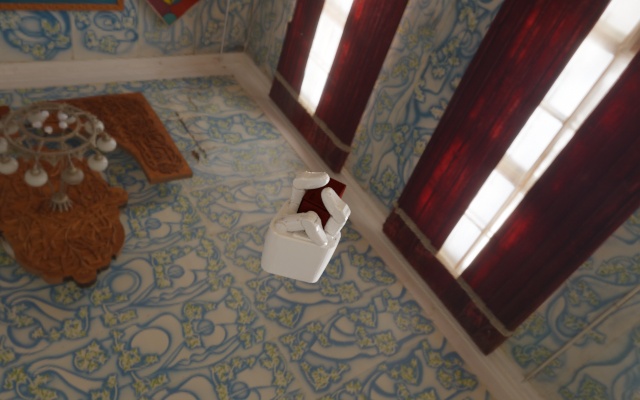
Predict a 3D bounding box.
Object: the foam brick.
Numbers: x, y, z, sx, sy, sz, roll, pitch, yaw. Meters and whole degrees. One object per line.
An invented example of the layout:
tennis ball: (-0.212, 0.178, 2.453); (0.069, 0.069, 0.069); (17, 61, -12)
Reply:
foam brick: (0.000, 0.002, 0.783); (0.053, 0.051, 0.078); (27, 43, 6)
